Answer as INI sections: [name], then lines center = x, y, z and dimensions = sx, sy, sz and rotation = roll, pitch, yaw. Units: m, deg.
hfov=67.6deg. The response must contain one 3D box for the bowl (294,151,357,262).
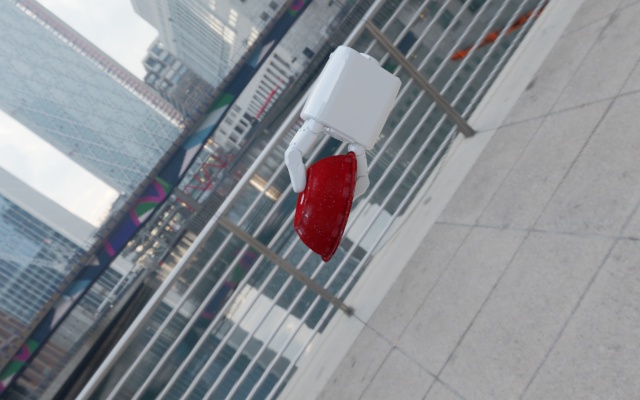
[bowl]
center = -0.001, 0.003, 0.669
dimensions = 0.055, 0.162, 0.162
rotation = 13, -2, -9
